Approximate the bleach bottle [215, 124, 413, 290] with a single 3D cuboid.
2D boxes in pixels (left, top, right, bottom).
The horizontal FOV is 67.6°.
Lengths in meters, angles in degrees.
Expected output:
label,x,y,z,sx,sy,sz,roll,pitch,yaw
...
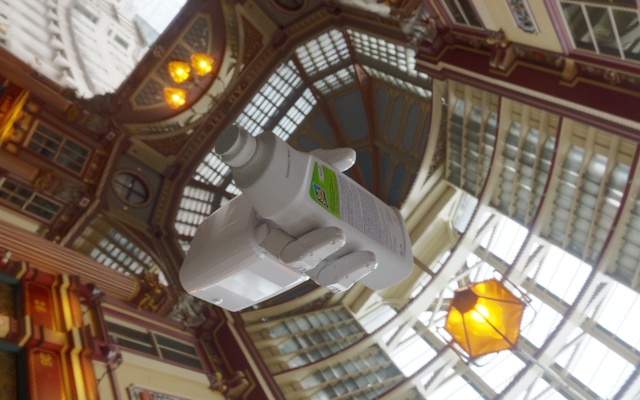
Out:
label,x,y,z,sx,sy,sz,roll,pitch,yaw
bleach bottle,0.000,0.002,0.468,0.068,0.102,0.251,-30,-44,24
